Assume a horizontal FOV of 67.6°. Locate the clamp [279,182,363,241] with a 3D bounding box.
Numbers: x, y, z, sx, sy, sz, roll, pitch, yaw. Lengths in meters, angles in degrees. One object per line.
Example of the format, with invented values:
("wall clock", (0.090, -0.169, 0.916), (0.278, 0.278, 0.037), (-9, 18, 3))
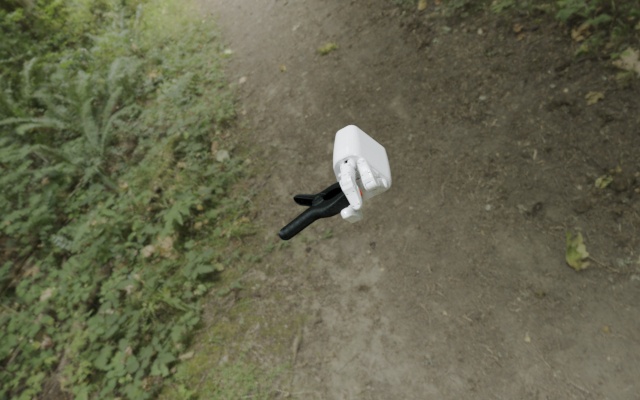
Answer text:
("clamp", (0.000, 0.002, 0.887), (0.171, 0.039, 0.120), (-25, 35, 22))
